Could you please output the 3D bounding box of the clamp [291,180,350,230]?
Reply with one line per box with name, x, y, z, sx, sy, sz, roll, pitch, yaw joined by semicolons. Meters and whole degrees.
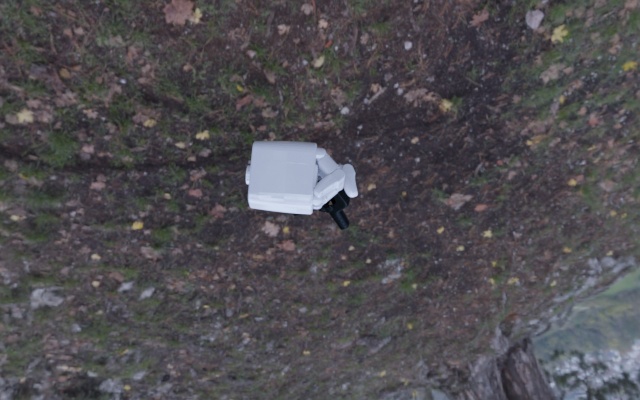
clamp;0.000;0.003;0.895;0.120;0.039;0.172;7;-29;2
